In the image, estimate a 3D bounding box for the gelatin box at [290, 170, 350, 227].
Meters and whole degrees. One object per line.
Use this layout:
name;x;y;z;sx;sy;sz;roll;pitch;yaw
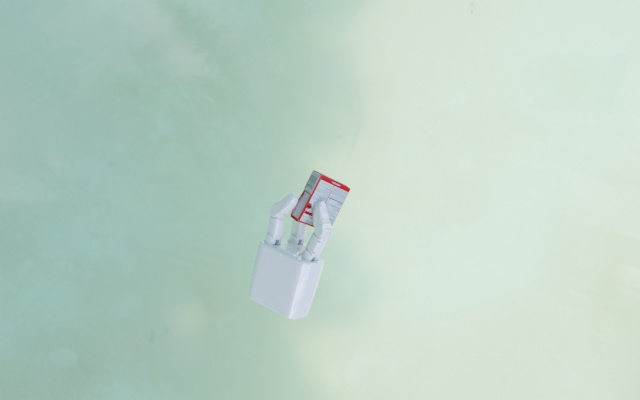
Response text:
gelatin box;0.001;0.003;0.811;0.073;0.089;0.030;23;7;-39
